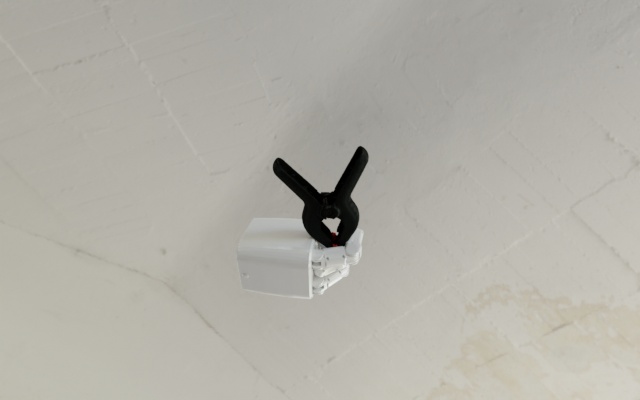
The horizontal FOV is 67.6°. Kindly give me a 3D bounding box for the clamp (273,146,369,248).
[{"bbox_3d":[0.000,0.002,0.641,0.120,0.172,0.039,3,37,4],"label":"clamp"}]
